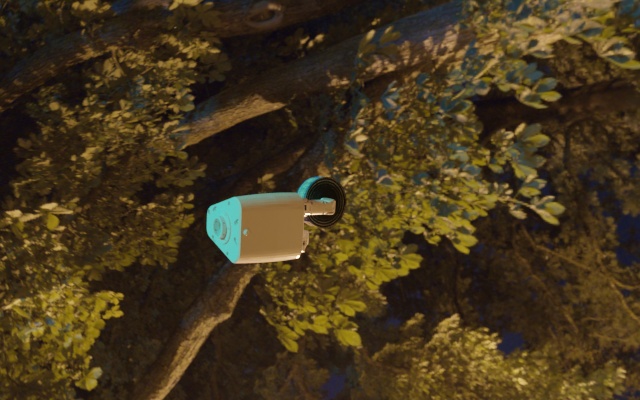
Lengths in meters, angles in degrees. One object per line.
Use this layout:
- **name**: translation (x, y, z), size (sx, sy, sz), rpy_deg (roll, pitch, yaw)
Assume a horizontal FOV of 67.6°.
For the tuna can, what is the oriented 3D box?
- **tuna can**: translation (0.000, 0.003, 0.801), size (0.086, 0.086, 0.034), rpy_deg (0, 4, -35)
